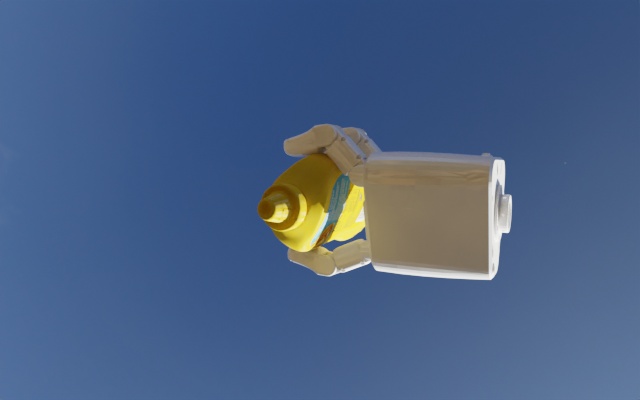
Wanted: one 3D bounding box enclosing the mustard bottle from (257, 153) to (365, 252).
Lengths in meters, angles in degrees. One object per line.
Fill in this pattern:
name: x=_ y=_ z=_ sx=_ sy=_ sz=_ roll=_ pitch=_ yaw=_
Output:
mustard bottle: x=0.000 y=0.001 z=0.471 sx=0.058 sy=0.096 sz=0.191 roll=29 pitch=17 yaw=22
